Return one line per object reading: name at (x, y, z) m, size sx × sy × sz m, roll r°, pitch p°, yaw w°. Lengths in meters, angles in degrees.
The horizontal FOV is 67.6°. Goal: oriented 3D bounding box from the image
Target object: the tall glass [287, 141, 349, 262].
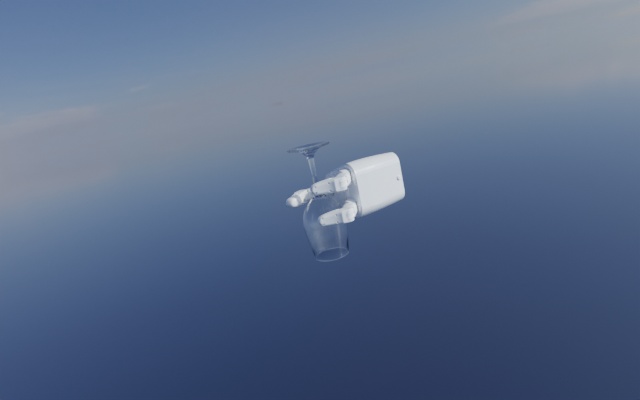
tall glass at (0.000, 0.002, 0.835) m, size 0.079 × 0.201 × 0.079 m, roll -12°, pitch 12°, yaw 3°
